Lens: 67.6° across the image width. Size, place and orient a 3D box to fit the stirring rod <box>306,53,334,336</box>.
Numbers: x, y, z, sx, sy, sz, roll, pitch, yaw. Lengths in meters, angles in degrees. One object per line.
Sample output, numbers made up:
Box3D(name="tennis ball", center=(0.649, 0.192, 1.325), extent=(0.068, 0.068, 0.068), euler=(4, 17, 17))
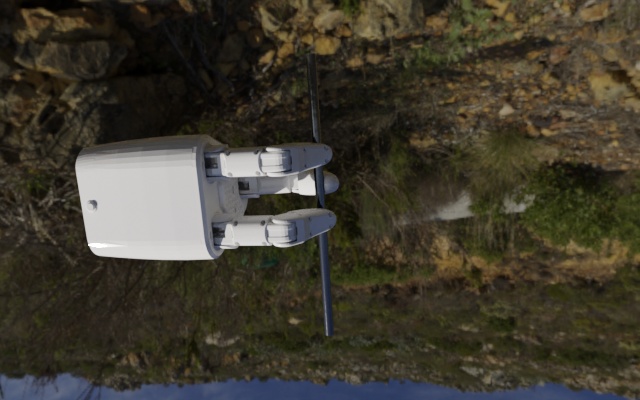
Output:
Box3D(name="stirring rod", center=(0.000, 0.001, 0.403), extent=(0.011, 0.239, 0.011), euler=(-4, 11, 1))
